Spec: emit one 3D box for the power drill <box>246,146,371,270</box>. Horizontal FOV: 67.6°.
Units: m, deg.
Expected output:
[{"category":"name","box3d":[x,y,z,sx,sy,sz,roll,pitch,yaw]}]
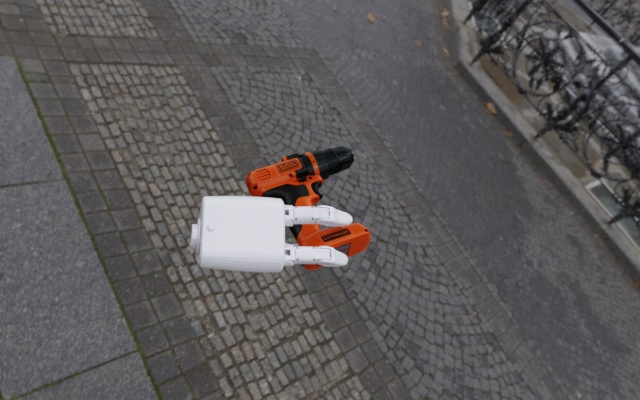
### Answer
[{"category":"power drill","box3d":[0.000,0.003,0.731,0.184,0.187,0.057,-20,-34,-17]}]
